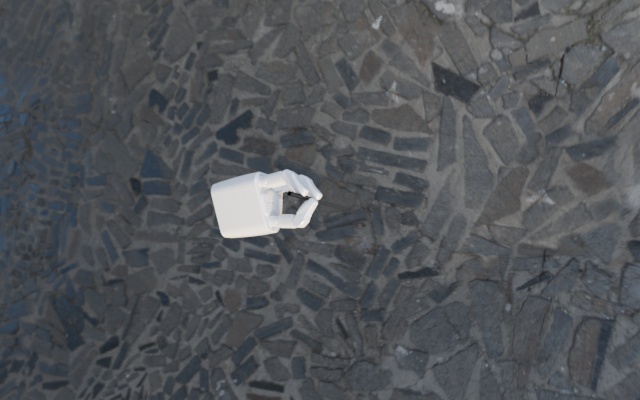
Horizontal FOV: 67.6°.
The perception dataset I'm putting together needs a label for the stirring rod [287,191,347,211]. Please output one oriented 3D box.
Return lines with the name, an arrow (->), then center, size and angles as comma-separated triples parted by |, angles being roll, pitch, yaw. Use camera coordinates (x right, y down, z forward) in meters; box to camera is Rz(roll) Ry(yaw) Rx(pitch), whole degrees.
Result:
stirring rod -> 0.000, 0.003, 0.896 | 0.011, 0.011, 0.239 | 0, -7, 26
